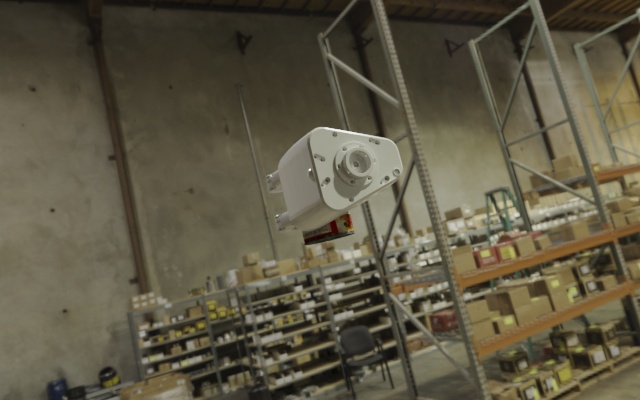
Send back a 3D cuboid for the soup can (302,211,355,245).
[{"bbox_3d":[0.000,0.002,0.628,0.068,0.102,0.068,-14,-7,-2],"label":"soup can"}]
